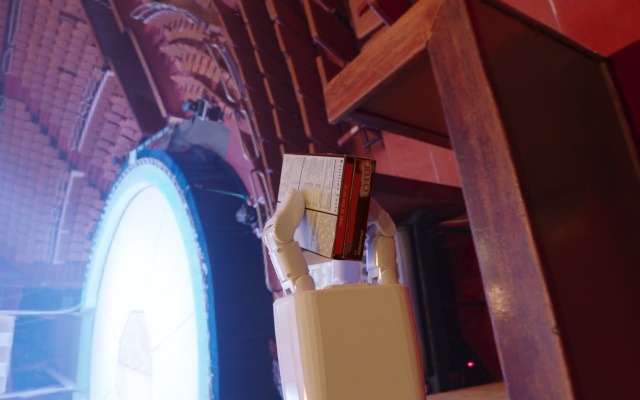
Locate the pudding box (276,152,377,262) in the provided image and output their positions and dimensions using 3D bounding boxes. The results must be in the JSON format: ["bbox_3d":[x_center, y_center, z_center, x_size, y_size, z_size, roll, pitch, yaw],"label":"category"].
[{"bbox_3d":[0.000,0.001,0.445,0.039,0.090,0.113,7,3,-35],"label":"pudding box"}]
